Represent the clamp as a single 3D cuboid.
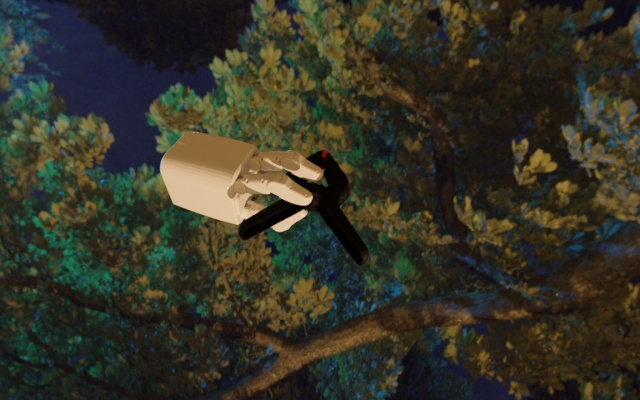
[{"bbox_3d":[0.000,0.002,0.659,0.164,0.036,0.209,18,41,5],"label":"clamp"}]
